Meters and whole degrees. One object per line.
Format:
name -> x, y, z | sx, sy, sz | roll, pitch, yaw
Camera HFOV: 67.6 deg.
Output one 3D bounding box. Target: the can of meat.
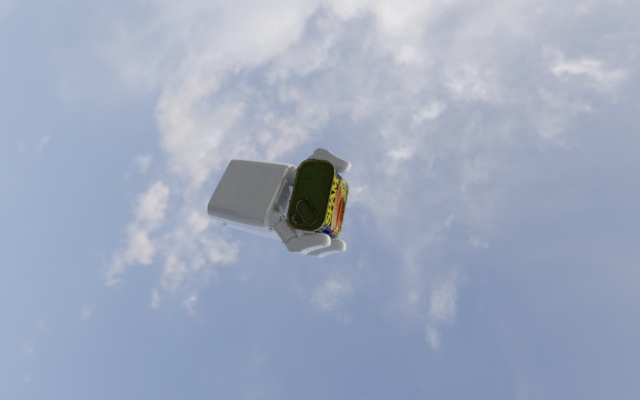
can of meat -> 0.000, 0.002, 0.689 | 0.057, 0.102, 0.084 | 7, -13, 22
